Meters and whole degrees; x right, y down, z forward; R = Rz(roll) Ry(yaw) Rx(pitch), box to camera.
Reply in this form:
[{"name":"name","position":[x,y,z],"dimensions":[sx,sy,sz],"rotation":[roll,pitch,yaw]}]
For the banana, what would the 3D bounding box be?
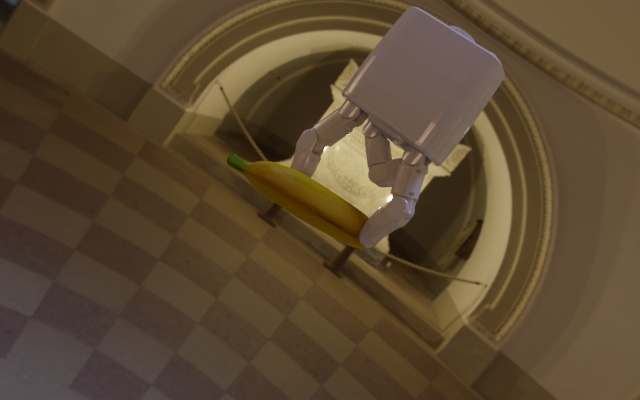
[{"name":"banana","position":[0.005,0.008,0.462],"dimensions":[0.198,0.037,0.069],"rotation":[32,8,-33]}]
